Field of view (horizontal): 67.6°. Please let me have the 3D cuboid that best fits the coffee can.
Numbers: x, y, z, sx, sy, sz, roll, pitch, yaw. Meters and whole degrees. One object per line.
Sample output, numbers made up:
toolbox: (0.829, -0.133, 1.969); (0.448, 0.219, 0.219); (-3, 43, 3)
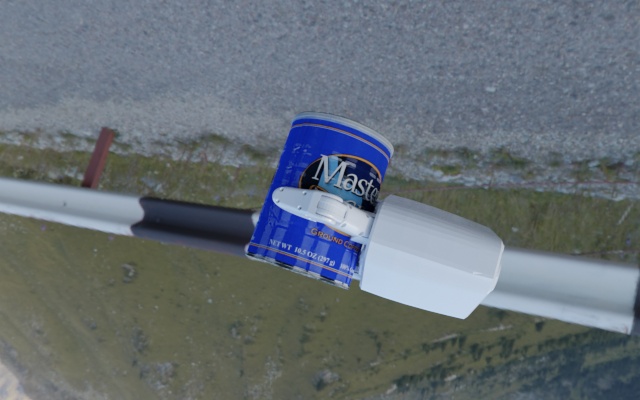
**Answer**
coffee can: (0.000, 0.001, 0.454); (0.103, 0.140, 0.103); (18, -9, 3)
